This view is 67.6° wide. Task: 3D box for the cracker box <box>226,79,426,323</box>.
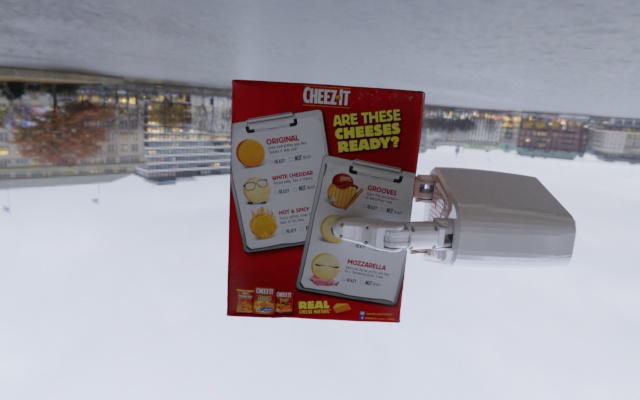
[{"bbox_3d":[0.000,0.002,0.448,0.164,0.214,0.072,3,12,-3],"label":"cracker box"}]
